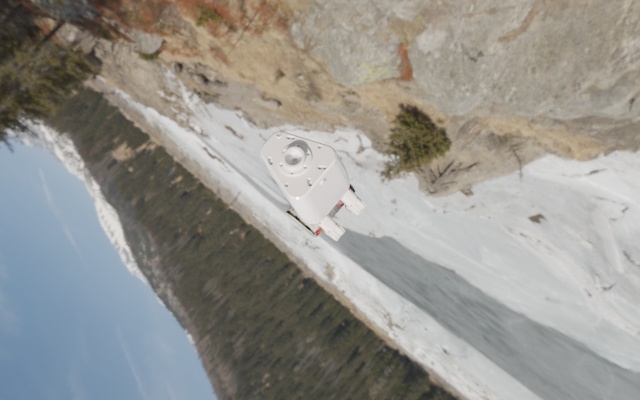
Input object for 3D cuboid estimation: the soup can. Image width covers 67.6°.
[{"bbox_3d":[0.000,0.003,0.793,0.068,0.102,0.068,39,-8,7],"label":"soup can"}]
